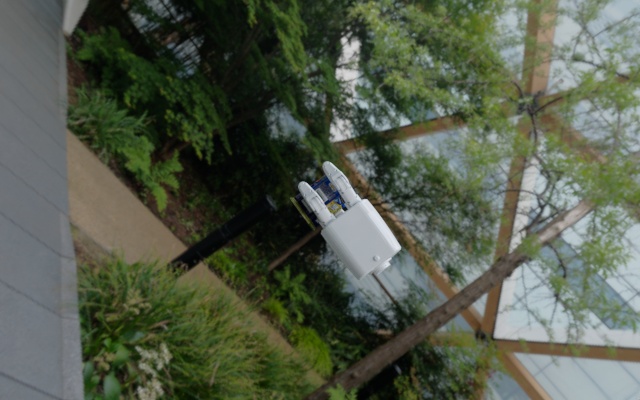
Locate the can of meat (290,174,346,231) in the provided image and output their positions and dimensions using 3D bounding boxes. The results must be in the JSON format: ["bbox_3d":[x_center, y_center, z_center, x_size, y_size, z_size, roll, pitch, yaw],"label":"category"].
[{"bbox_3d":[0.000,0.003,0.867,0.084,0.057,0.102,-36,-16,-3],"label":"can of meat"}]
